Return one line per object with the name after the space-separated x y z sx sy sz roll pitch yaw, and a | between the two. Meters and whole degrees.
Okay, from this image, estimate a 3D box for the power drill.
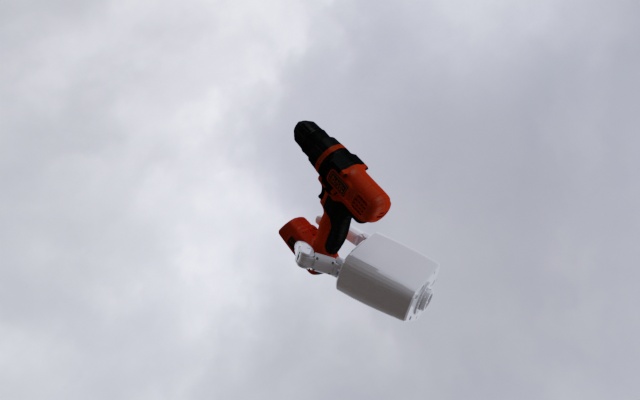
0.000 0.003 0.687 0.057 0.184 0.188 -17 -34 -38 | power drill
